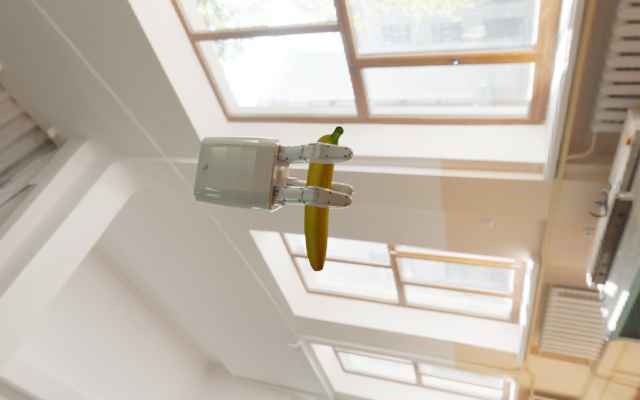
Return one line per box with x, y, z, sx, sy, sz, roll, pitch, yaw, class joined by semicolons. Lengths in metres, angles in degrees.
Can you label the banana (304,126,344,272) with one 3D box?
-0.002;-0.005;0.657;0.037;0.198;0.069;5;10;-8;banana
